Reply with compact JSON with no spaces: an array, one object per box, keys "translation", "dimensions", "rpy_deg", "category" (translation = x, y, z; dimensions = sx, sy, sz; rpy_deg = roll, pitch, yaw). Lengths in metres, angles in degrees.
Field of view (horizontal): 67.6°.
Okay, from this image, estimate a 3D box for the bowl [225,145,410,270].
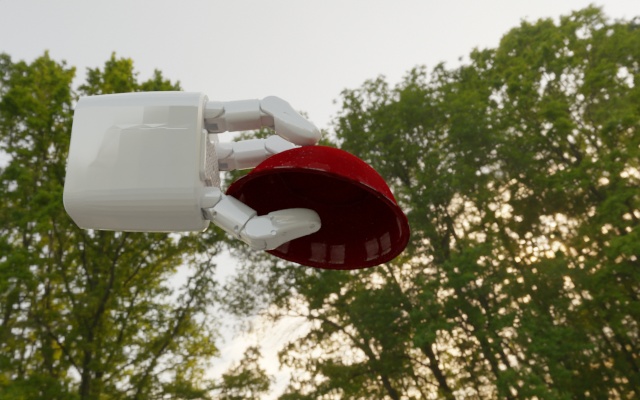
[{"translation":[0.001,0.001,0.423],"dimensions":[0.162,0.055,0.162],"rpy_deg":[9,-33,6],"category":"bowl"}]
